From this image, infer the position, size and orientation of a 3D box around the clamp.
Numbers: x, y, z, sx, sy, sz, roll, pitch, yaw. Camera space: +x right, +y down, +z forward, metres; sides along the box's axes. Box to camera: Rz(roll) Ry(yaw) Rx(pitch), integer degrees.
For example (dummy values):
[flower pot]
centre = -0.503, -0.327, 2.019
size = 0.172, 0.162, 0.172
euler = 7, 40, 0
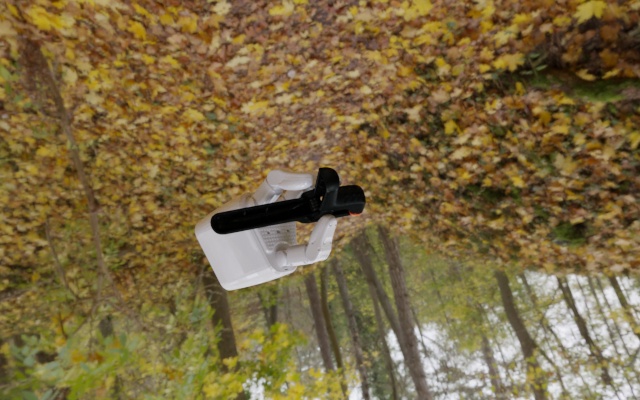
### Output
[clamp]
centre = 0.000, 0.003, 0.562
size = 0.164, 0.036, 0.210
euler = -22, -13, 37
